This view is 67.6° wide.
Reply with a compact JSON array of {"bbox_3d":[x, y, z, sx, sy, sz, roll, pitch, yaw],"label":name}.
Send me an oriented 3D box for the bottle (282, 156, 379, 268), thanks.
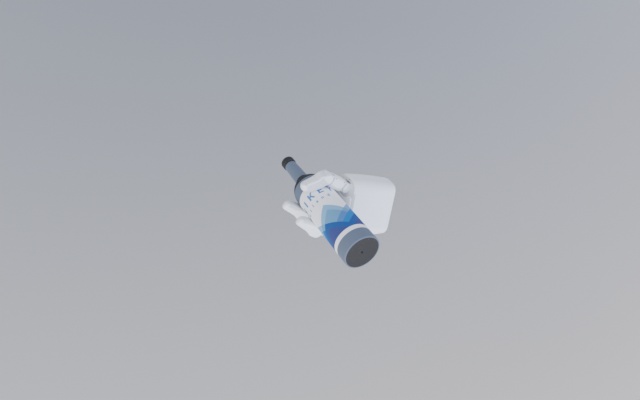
[{"bbox_3d":[0.000,0.003,0.874,0.069,0.069,0.295,0,34,-34],"label":"bottle"}]
